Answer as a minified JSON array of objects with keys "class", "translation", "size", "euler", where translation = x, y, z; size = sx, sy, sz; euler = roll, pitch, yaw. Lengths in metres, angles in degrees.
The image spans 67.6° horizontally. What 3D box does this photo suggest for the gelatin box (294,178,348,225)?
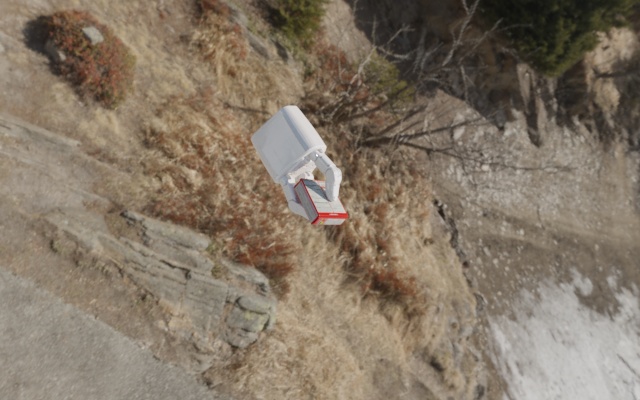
[{"class":"gelatin box","translation":[0.001,0.003,0.875],"size":[0.073,0.089,0.030],"euler":[3,-41,-42]}]
